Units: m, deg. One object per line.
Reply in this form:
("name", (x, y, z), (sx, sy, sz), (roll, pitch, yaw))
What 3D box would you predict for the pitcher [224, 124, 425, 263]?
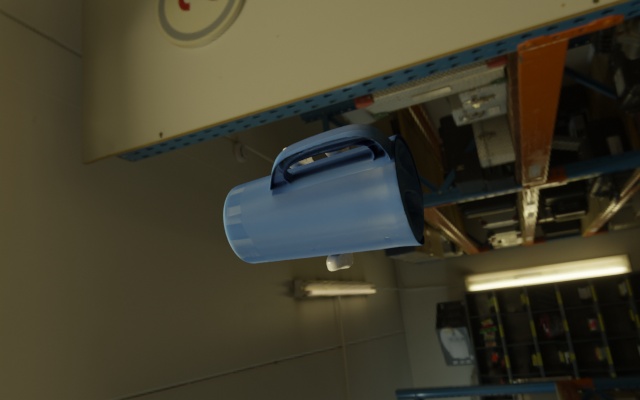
("pitcher", (0.000, 0.002, 0.598), (0.243, 0.149, 0.145), (-12, -1, 21))
